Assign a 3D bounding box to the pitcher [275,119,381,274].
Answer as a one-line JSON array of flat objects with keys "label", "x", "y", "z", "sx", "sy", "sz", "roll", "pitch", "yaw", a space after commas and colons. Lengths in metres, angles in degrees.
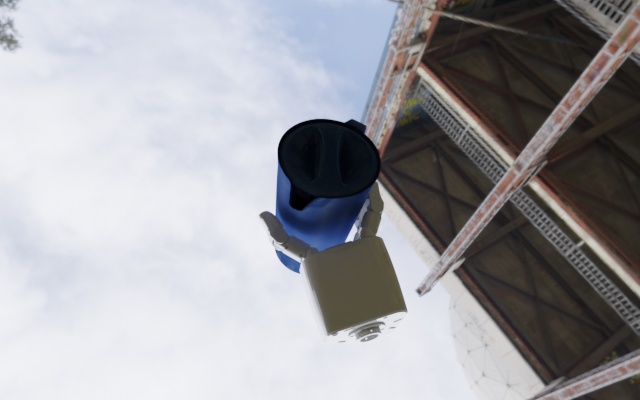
[{"label": "pitcher", "x": 0.000, "y": 0.002, "z": 0.700, "sx": 0.149, "sy": 0.145, "sz": 0.243, "roll": -10, "pitch": -32, "yaw": -17}]
